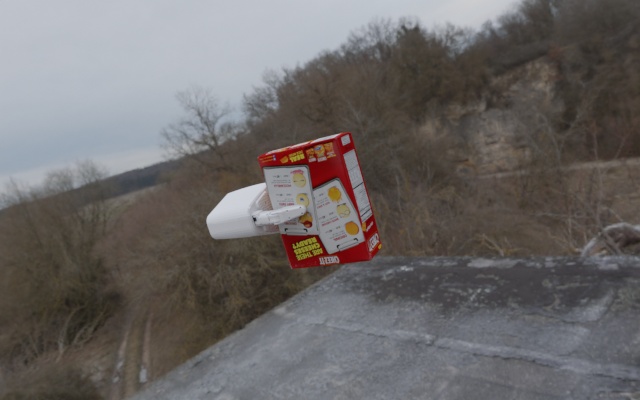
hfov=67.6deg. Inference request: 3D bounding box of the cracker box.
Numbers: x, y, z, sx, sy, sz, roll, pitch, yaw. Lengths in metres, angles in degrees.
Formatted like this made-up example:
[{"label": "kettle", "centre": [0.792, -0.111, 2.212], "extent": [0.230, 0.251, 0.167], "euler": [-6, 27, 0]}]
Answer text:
[{"label": "cracker box", "centre": [0.000, 0.003, 0.835], "extent": [0.164, 0.214, 0.072], "euler": [-10, 12, 31]}]
